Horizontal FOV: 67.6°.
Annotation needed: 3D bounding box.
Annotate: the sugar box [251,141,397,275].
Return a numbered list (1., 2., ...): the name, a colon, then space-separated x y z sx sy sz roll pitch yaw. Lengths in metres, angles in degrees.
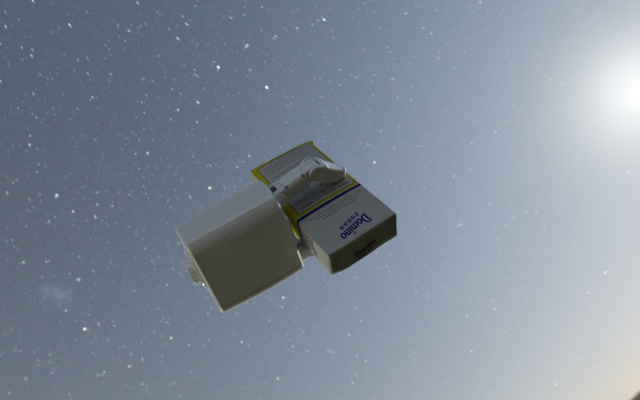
1. sugar box: 0.000 0.002 0.570 0.093 0.048 0.176 -30 50 -17
